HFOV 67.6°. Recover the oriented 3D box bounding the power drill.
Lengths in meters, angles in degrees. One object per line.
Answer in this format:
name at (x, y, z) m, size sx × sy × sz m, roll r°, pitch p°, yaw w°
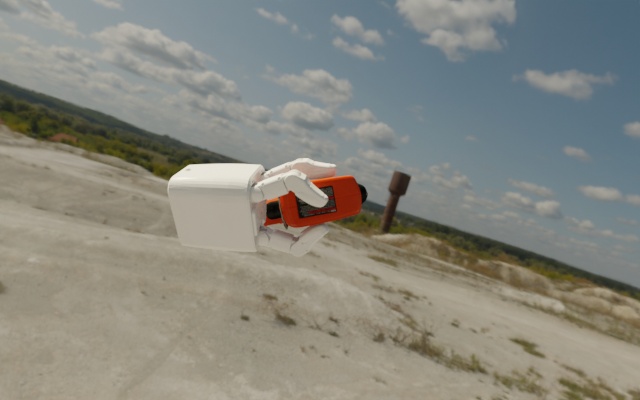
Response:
power drill at (0.000, 0.002, 0.700) m, size 0.184 × 0.057 × 0.187 m, roll -13°, pitch -1°, yaw -11°
